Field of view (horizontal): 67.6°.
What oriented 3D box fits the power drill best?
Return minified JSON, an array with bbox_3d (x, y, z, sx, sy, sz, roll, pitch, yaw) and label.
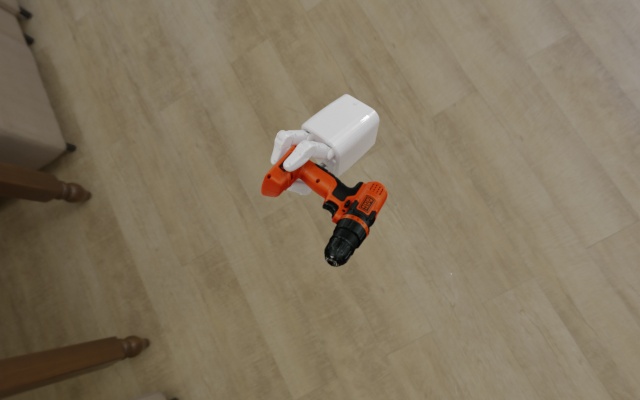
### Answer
[{"bbox_3d":[0.000,0.002,0.778,0.187,0.057,0.184,32,49,6],"label":"power drill"}]
